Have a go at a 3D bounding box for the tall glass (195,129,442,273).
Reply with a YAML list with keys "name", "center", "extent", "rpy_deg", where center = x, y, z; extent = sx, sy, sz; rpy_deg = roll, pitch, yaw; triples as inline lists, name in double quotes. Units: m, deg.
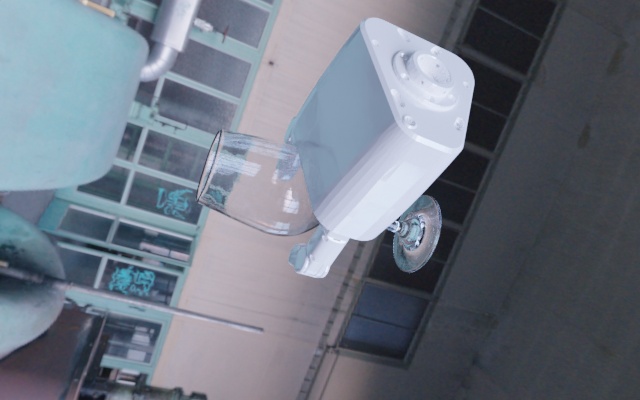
- name: "tall glass"
  center: [0.001, 0.002, 0.411]
  extent: [0.201, 0.079, 0.079]
  rpy_deg: [18, -6, -19]
